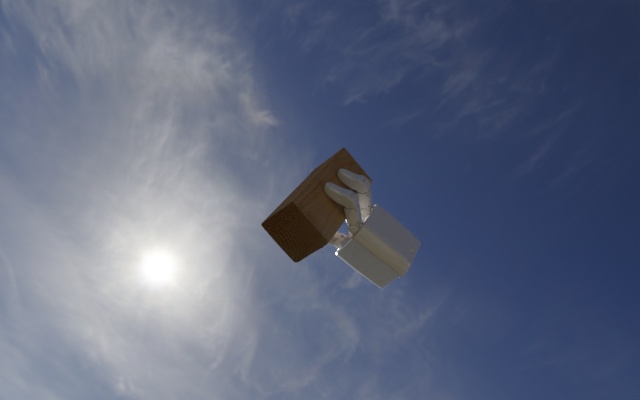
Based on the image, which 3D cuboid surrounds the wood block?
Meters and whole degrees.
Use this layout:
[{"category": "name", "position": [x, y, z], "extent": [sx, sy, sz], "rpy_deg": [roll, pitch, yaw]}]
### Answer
[{"category": "wood block", "position": [0.000, 0.003, 0.839], "extent": [0.091, 0.090, 0.206], "rpy_deg": [-36, 9, 39]}]
